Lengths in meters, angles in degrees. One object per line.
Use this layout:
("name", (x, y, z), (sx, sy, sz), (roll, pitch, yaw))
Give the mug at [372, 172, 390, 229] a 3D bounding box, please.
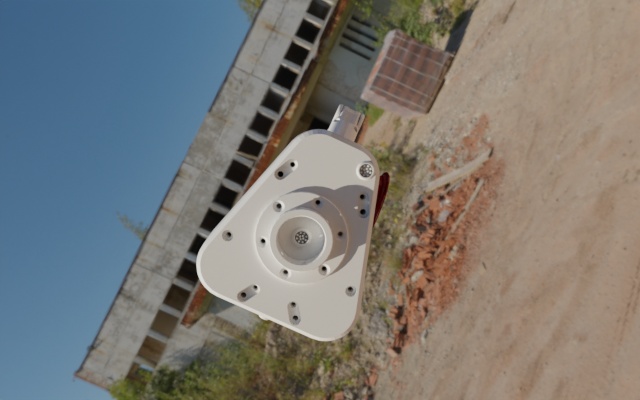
("mug", (0.000, 0.001, 0.411), (0.081, 0.093, 0.117), (25, 3, -3))
